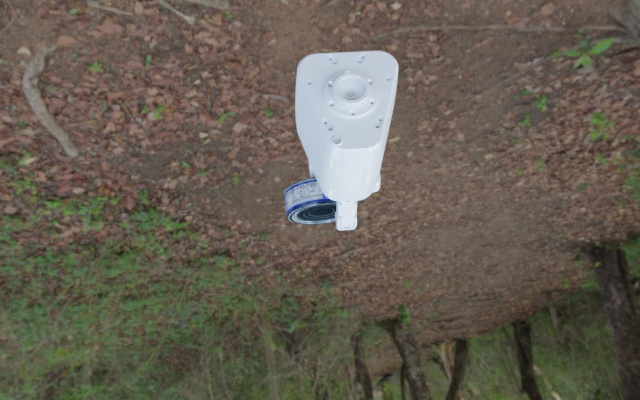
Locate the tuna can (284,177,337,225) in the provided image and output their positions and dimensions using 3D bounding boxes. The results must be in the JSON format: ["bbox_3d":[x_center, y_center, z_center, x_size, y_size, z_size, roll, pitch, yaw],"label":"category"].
[{"bbox_3d":[0.000,0.002,0.580,0.086,0.033,0.086,-6,-19,-2],"label":"tuna can"}]
